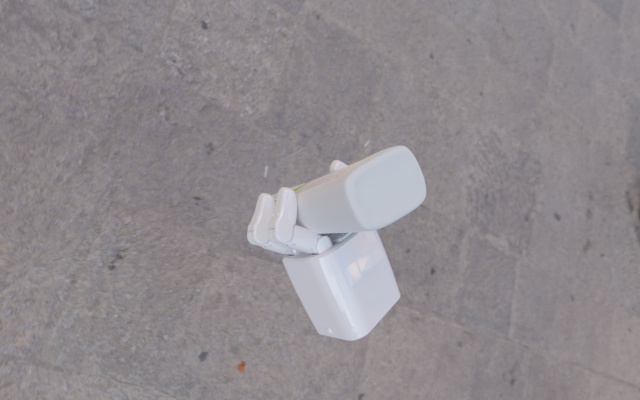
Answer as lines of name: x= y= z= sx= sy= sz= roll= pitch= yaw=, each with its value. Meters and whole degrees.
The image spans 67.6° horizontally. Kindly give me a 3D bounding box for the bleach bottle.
bleach bottle: x=0.000 y=0.002 z=0.564 sx=0.102 sy=0.068 sz=0.251 roll=-28 pitch=8 yaw=-31
